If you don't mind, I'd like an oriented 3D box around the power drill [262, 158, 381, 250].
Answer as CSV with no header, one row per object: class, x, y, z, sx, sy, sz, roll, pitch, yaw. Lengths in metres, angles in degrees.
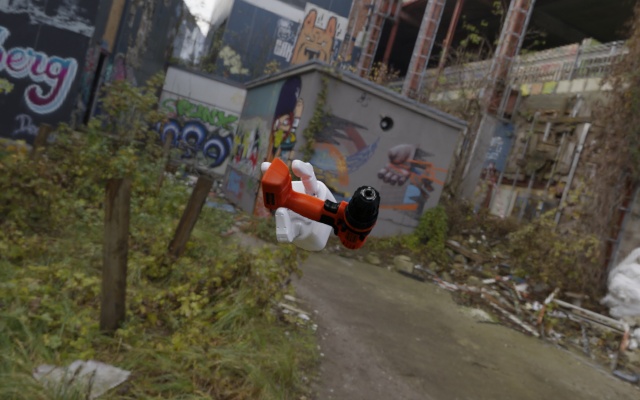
power drill,0.000,0.002,0.761,0.187,0.057,0.184,25,-27,8
